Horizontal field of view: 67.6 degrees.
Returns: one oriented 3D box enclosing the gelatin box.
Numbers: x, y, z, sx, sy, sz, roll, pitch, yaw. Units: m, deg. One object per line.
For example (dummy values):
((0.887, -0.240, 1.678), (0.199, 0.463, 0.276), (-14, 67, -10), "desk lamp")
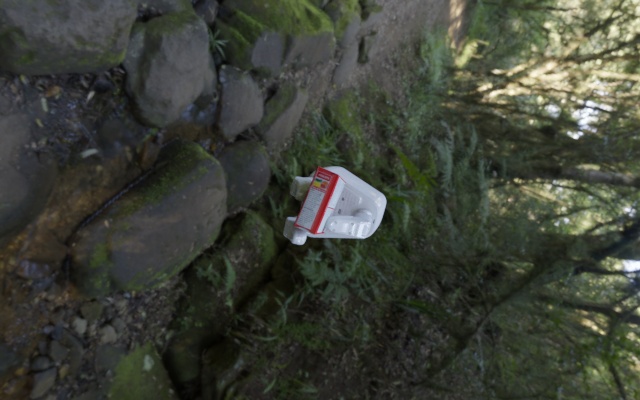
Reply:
((0.000, 0.002, 0.572), (0.030, 0.073, 0.089), (23, 0, 8), "gelatin box")
